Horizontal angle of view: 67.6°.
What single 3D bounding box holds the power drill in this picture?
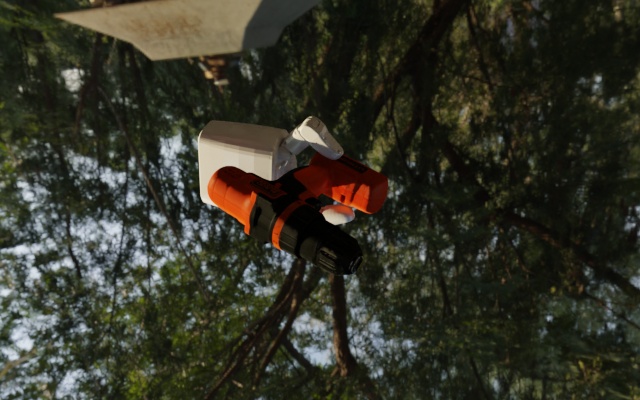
[{"bbox_3d":[0.000,0.002,0.525,0.184,0.057,0.187,30,28,25],"label":"power drill"}]
